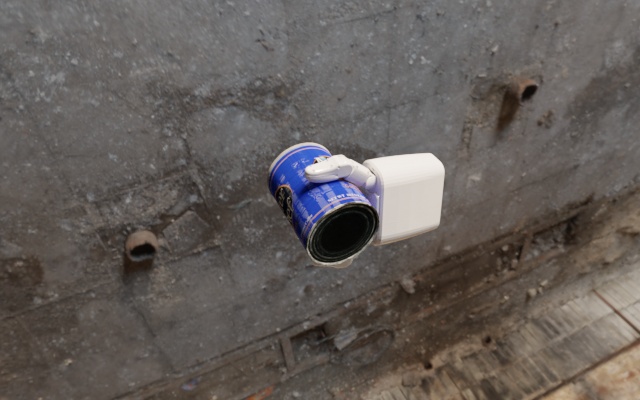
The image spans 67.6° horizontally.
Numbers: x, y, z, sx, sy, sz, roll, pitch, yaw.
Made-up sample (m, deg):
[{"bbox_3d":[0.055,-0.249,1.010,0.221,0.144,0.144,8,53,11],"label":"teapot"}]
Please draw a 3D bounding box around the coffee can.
[{"bbox_3d":[0.000,0.002,0.638,0.103,0.103,0.140,0,36,-31],"label":"coffee can"}]
